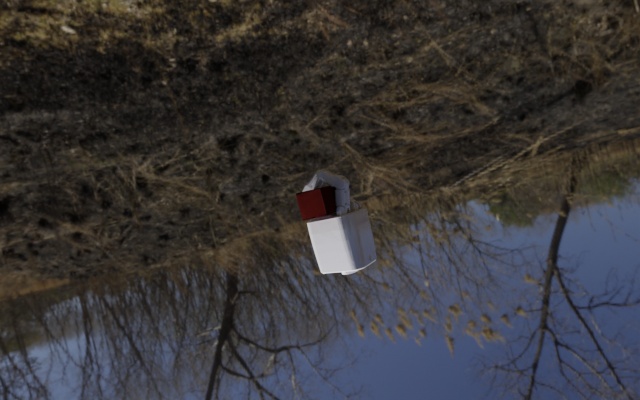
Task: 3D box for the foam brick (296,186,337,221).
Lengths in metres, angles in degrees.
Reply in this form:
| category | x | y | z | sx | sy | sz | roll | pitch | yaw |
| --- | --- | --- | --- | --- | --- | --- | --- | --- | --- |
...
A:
| category | x | y | z | sx | sy | sz | roll | pitch | yaw |
| --- | --- | --- | --- | --- | --- | --- | --- | --- | --- |
| foam brick | 0.000 | 0.003 | 0.877 | 0.053 | 0.051 | 0.078 | -13 | 1 | 27 |
